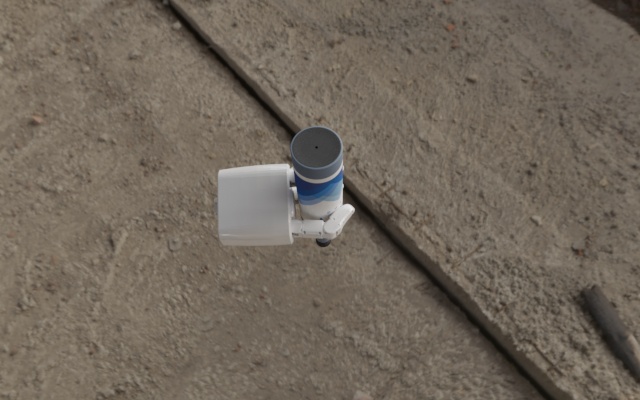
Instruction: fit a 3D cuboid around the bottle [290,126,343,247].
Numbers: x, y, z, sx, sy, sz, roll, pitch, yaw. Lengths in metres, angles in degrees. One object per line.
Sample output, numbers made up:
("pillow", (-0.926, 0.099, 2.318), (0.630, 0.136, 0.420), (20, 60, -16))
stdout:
("bottle", (0.000, 0.002, 0.728), (0.069, 0.069, 0.296), (0, -28, 2))
